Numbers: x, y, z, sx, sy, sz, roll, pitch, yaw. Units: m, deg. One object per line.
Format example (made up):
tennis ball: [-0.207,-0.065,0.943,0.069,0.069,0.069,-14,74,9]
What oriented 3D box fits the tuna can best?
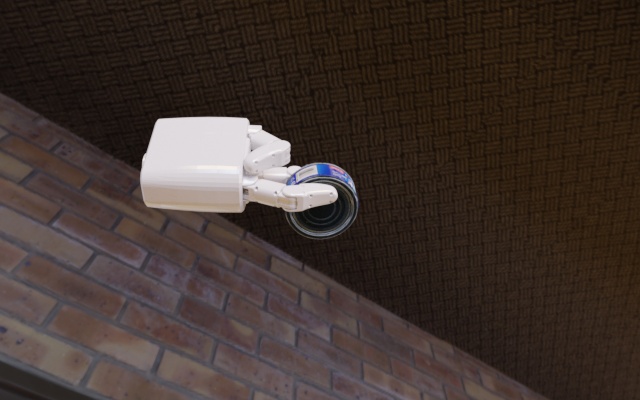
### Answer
tuna can: [0.000,0.002,0.550,0.086,0.086,0.033,0,30,-6]
